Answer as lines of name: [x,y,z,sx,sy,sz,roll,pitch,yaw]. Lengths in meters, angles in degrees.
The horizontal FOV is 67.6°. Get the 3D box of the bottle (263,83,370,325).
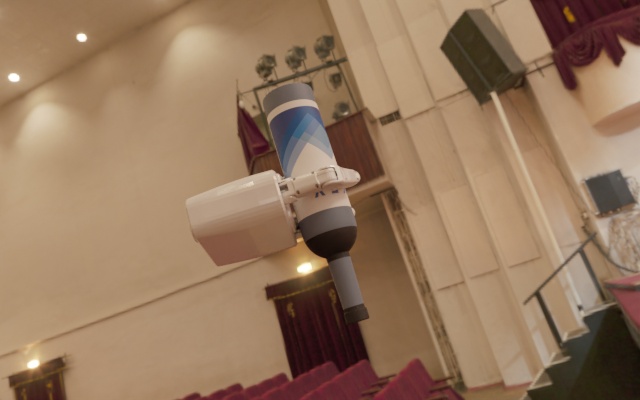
bottle: [0.000,0.002,0.579,0.069,0.295,0.069,-16,-15,-5]
